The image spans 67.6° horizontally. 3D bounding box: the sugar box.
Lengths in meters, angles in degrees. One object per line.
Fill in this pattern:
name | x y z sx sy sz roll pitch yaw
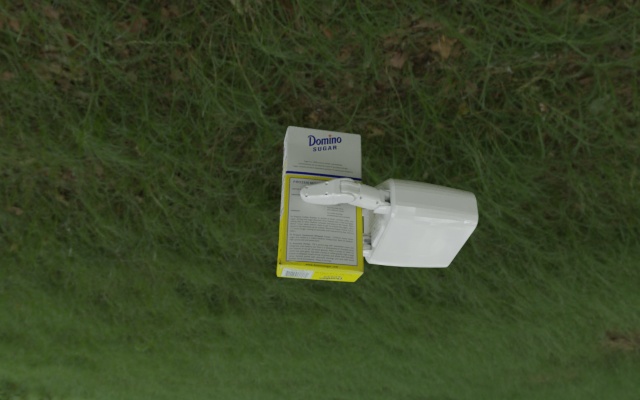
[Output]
sugar box | 0.000 0.002 0.559 0.093 0.176 0.048 6 -27 -9
